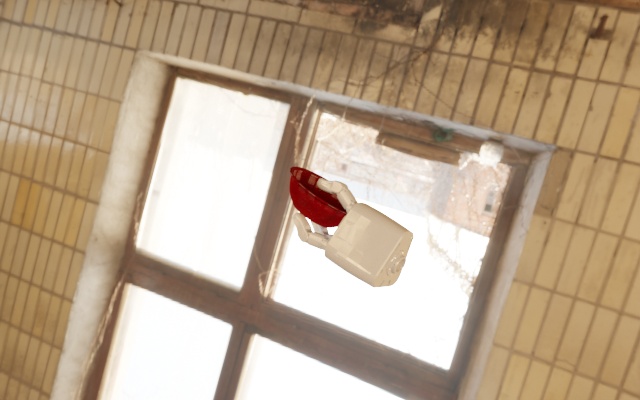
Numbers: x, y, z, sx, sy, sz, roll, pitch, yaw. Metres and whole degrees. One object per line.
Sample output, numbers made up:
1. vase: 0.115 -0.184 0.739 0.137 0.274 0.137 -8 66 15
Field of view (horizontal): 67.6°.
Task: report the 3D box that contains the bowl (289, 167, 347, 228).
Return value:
1. bowl: -0.001 0.003 0.891 0.162 0.055 0.162 30 16 -9
